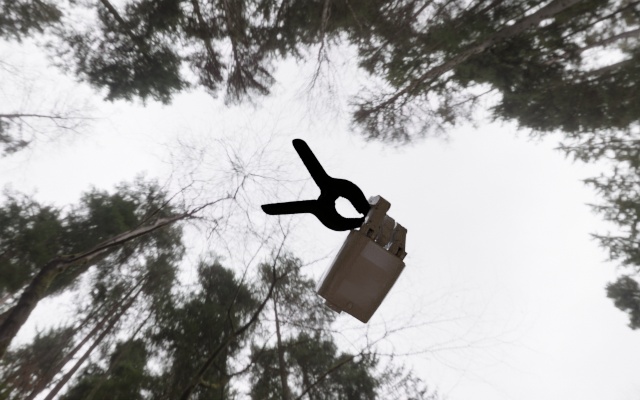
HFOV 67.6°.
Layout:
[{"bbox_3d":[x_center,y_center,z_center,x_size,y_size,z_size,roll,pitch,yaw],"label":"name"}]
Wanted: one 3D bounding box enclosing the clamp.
[{"bbox_3d":[0.000,0.002,0.698,0.171,0.120,0.039,36,-8,-9],"label":"clamp"}]
